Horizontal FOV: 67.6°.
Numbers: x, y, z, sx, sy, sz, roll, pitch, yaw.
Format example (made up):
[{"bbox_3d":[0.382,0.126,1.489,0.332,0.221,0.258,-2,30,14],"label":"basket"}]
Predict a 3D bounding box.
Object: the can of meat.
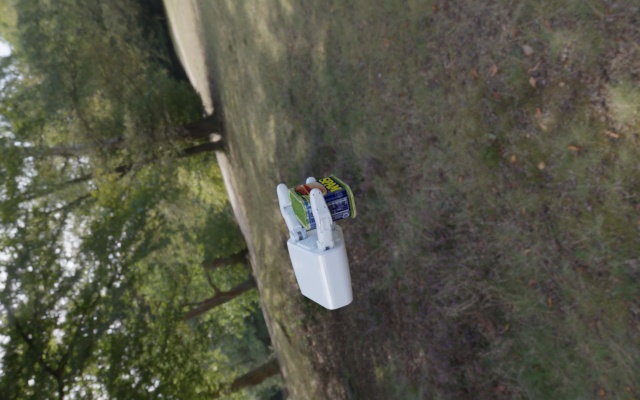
[{"bbox_3d":[0.000,0.003,0.797,0.084,0.057,0.102,-17,23,-13],"label":"can of meat"}]
